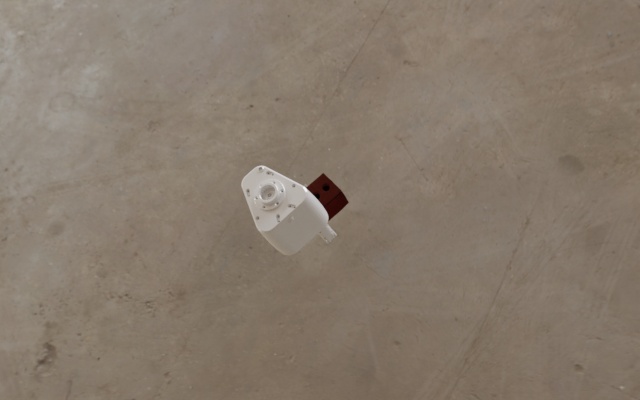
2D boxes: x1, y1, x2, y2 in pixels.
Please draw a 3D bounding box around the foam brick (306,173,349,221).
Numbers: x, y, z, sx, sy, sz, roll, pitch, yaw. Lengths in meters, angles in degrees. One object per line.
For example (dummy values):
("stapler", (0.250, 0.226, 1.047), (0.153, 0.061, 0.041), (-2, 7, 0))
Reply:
("foam brick", (0.000, 0.002, 0.822), (0.053, 0.078, 0.051), (46, -4, 30))
